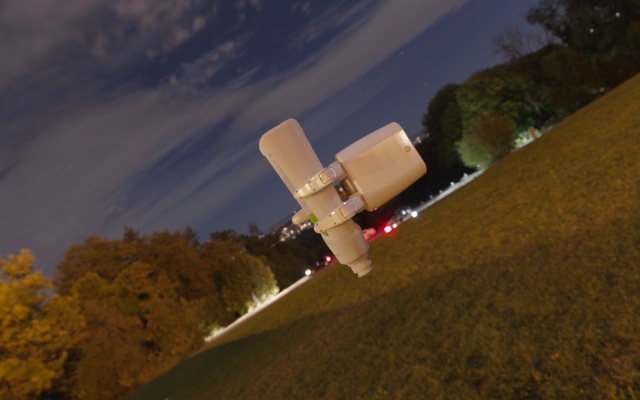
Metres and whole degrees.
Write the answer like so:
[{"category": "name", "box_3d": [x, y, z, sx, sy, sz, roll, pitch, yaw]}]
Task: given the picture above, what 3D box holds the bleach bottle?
[{"category": "bleach bottle", "box_3d": [0.000, 0.002, 0.725, 0.068, 0.251, 0.102, -32, -1, -7]}]
